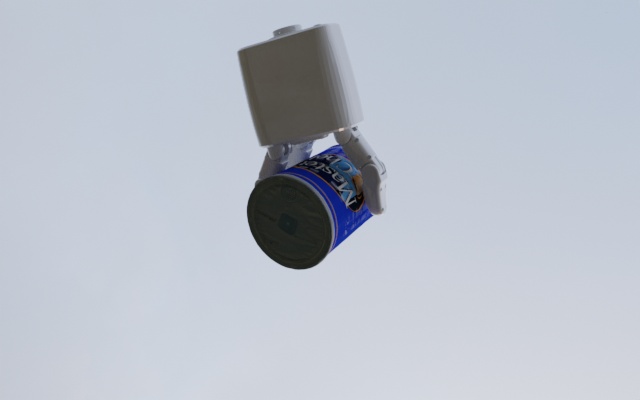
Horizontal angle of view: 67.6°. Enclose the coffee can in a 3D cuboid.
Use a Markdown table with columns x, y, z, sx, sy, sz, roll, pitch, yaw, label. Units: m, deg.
| x | y | z | sx | sy | sz | roll | pitch | yaw | label |
| --- | --- | --- | --- | --- | --- | --- | --- | --- | --- |
| 0.000 | 0.002 | 0.537 | 0.103 | 0.103 | 0.140 | 0 | 19 | 31 | coffee can |
